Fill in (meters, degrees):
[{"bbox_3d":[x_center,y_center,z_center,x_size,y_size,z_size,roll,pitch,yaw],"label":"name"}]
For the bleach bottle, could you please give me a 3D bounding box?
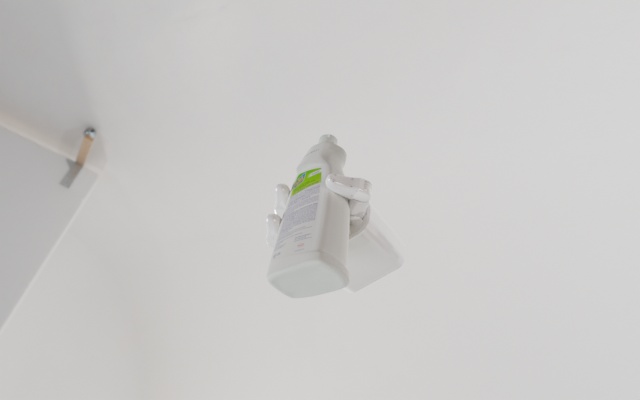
[{"bbox_3d":[0.000,0.002,0.638,0.102,0.250,0.068,-21,-49,33],"label":"bleach bottle"}]
